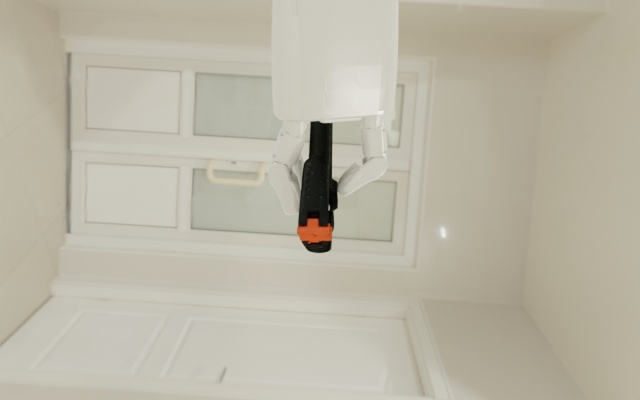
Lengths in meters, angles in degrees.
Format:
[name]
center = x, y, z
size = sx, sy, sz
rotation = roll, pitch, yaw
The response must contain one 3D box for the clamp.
[clamp]
center = 0.001, 0.002, 0.494
size = 0.036, 0.165, 0.210
rotation = -1, 27, 3
